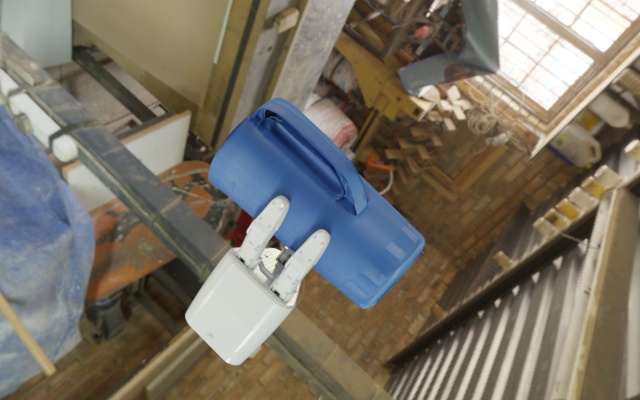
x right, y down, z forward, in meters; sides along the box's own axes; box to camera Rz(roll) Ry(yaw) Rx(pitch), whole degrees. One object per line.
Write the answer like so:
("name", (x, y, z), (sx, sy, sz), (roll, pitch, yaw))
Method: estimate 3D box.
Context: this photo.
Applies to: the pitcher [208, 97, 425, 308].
("pitcher", (0.000, 0.002, 0.548), (0.243, 0.145, 0.149), (42, 14, 9))
